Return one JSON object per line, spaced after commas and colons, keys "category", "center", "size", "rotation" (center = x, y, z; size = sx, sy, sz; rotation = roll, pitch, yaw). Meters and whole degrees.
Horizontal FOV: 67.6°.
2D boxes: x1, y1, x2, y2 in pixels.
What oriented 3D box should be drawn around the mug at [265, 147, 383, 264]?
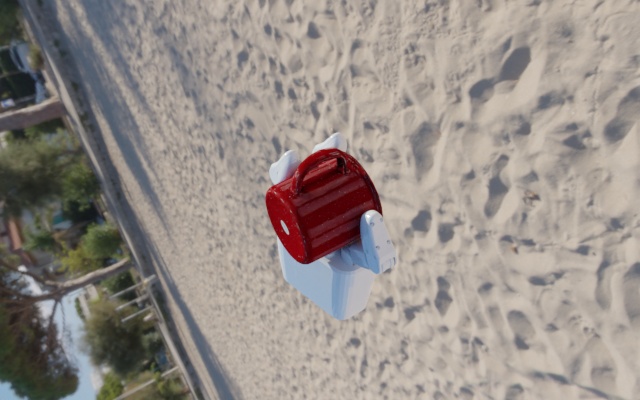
{"category": "mug", "center": [0.000, 0.001, 0.451], "size": [0.081, 0.117, 0.093], "rotation": [-26, 53, -22]}
